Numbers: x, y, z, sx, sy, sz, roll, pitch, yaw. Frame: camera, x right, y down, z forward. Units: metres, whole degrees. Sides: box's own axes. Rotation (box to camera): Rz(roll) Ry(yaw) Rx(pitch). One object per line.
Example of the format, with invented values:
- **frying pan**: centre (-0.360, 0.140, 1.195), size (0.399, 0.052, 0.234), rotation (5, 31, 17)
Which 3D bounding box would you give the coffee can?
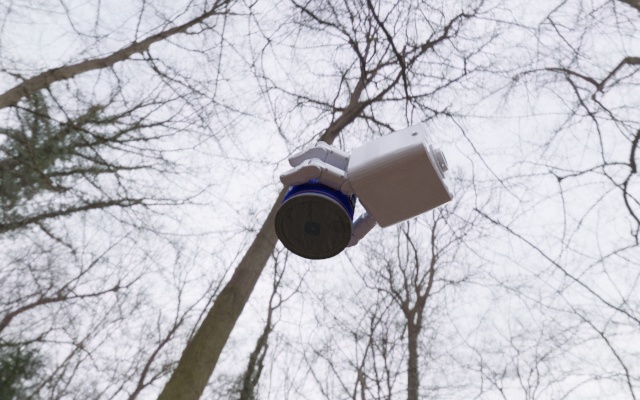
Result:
- **coffee can**: centre (0.000, 0.002, 0.679), size (0.103, 0.103, 0.140), rotation (0, 30, 10)
